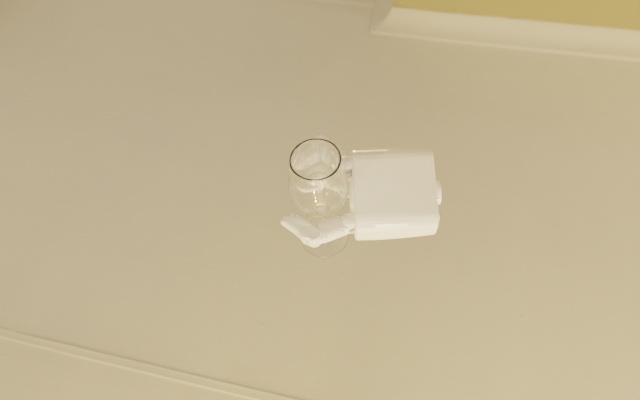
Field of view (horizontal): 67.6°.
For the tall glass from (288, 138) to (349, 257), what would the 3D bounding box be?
[{"bbox_3d":[0.000,0.003,0.645,0.079,0.079,0.201,0,-31,5],"label":"tall glass"}]
